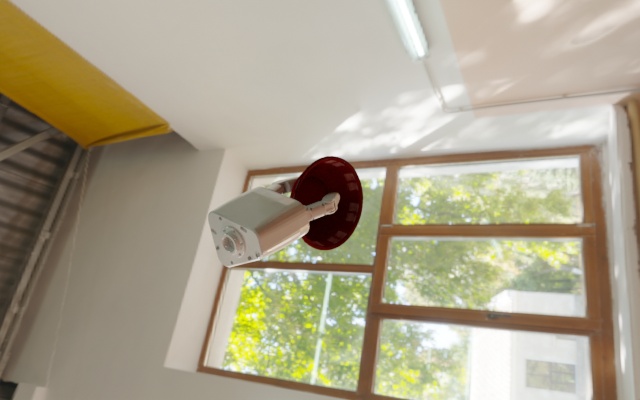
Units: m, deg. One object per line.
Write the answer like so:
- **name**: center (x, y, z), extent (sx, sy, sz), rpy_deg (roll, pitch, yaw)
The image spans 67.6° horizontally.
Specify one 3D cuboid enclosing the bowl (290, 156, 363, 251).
- **bowl**: center (0.001, 0.003, 0.829), extent (0.162, 0.162, 0.055), rpy_deg (0, 6, -41)
